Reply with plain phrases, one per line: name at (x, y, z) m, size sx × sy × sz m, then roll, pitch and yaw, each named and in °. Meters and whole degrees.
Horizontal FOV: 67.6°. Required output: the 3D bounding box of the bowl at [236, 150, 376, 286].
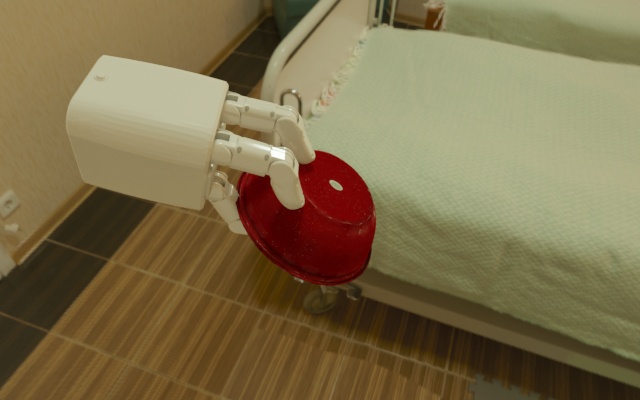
bowl at (0.001, 0.002, 0.478) m, size 0.162 × 0.162 × 0.055 m, roll 0°, pitch -36°, yaw -41°
